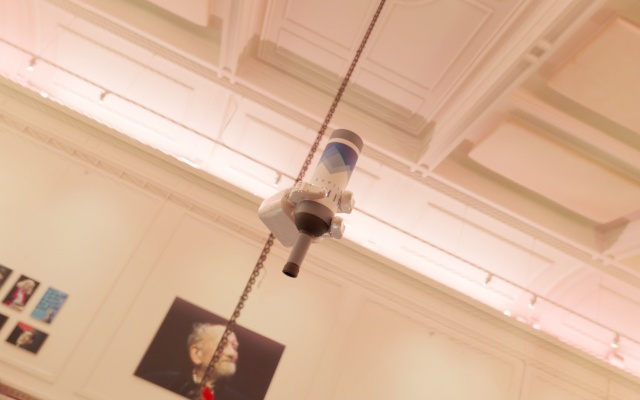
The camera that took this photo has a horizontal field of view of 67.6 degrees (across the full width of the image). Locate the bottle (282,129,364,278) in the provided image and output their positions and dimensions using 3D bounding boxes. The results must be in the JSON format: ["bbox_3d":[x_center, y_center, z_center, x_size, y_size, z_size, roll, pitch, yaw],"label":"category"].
[{"bbox_3d":[0.000,0.003,0.861,0.069,0.295,0.069,18,-27,10],"label":"bottle"}]
